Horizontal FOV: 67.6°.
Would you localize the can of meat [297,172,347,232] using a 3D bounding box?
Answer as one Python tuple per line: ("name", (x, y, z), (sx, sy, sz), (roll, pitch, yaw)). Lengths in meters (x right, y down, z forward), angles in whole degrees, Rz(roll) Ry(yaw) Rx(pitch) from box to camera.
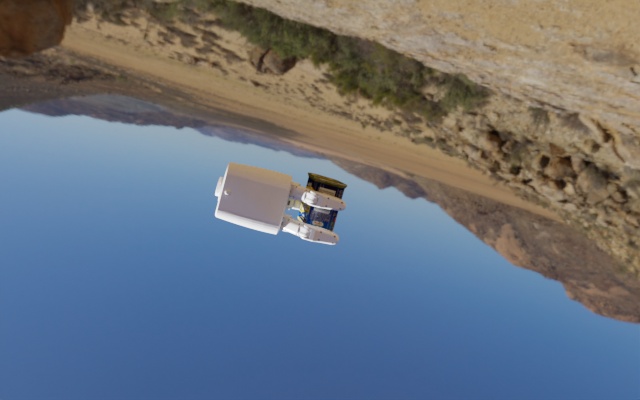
("can of meat", (0.000, 0.003, 0.807), (0.057, 0.084, 0.102), (15, 6, -12))
